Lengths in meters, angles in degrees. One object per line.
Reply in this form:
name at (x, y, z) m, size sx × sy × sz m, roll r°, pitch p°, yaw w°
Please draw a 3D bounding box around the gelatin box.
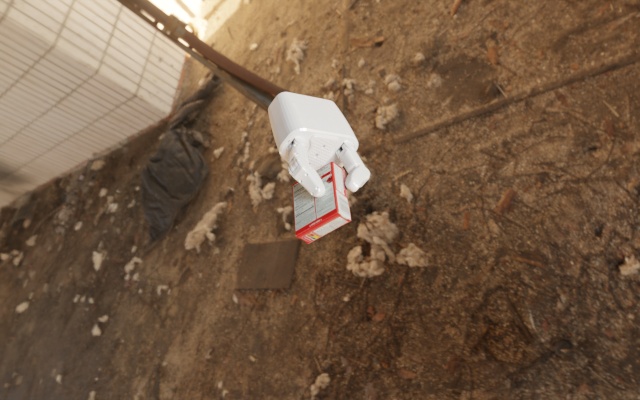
gelatin box at (0.000, 0.002, 0.630) m, size 0.073 × 0.089 × 0.030 m, roll -30°, pitch -44°, yaw 29°
